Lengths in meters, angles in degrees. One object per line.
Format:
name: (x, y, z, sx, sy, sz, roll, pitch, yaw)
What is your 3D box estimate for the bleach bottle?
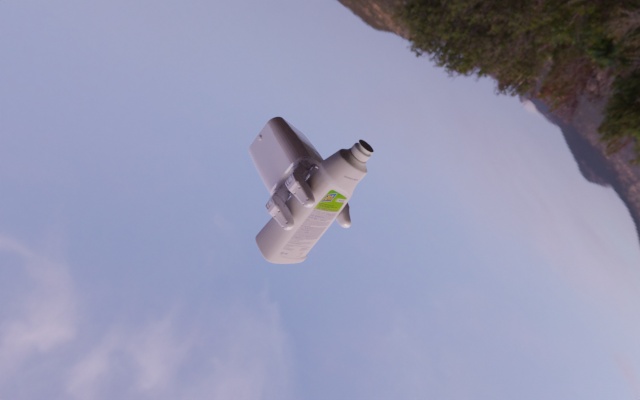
bleach bottle: (0.000, 0.003, 0.773, 0.102, 0.068, 0.251, 5, -45, -49)
